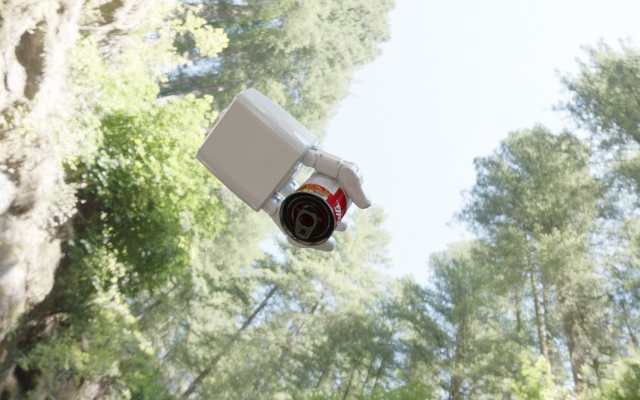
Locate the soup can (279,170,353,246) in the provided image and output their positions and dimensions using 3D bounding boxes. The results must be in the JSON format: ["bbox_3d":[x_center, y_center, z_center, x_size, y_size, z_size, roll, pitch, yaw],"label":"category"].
[{"bbox_3d":[0.001,0.002,0.582,0.068,0.068,0.102,0,23,20],"label":"soup can"}]
